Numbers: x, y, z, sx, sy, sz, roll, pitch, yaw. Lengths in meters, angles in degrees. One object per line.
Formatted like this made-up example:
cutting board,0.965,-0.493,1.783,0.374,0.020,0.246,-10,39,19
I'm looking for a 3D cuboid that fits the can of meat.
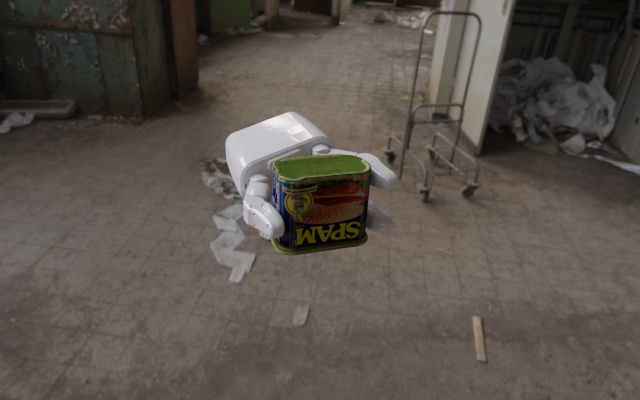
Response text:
can of meat,0.000,0.001,0.487,0.102,0.084,0.057,-6,29,-17
